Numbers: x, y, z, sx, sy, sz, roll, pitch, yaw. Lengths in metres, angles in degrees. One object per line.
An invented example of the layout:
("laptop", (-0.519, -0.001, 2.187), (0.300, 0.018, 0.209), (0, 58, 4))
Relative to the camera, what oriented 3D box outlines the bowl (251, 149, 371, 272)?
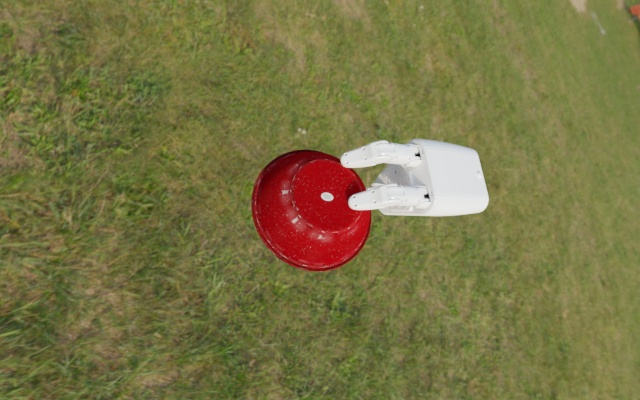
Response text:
("bowl", (-0.001, 0.002, 0.581), (0.162, 0.162, 0.055), (0, -18, -21))
